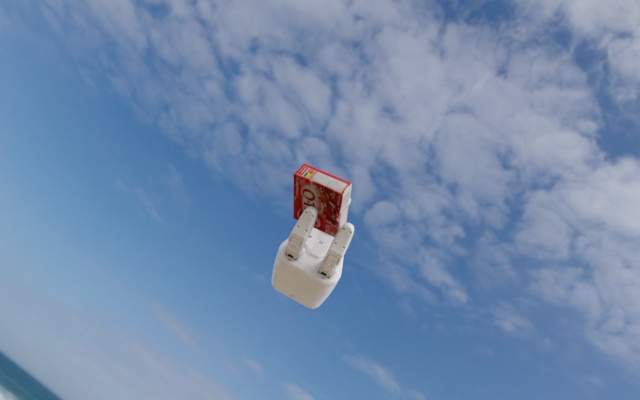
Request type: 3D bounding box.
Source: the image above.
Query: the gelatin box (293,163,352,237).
[{"bbox_3d":[0.000,0.002,0.645,0.073,0.089,0.030,24,48,18],"label":"gelatin box"}]
